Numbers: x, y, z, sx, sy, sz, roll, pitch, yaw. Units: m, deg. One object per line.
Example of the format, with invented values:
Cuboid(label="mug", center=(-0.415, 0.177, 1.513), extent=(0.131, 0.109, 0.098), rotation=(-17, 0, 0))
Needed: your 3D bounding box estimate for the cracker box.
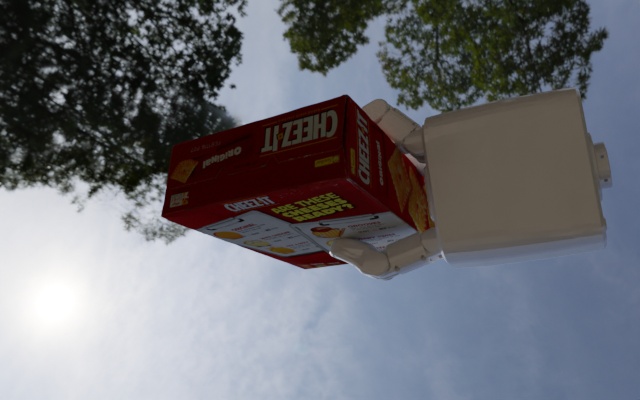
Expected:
Cuboid(label="cracker box", center=(0.000, 0.002, 0.424), extent=(0.164, 0.072, 0.214), rotation=(-11, -24, 28))
